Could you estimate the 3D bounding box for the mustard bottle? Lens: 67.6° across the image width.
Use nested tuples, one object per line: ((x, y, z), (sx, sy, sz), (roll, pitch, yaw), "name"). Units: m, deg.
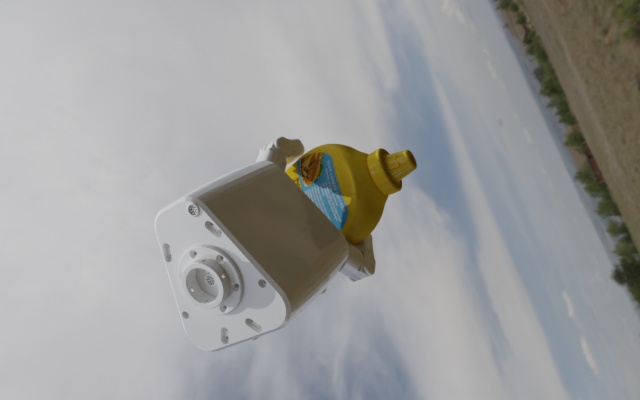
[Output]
((0.000, 0.002, 0.445), (0.192, 0.096, 0.058), (-26, -21, 27), "mustard bottle")
